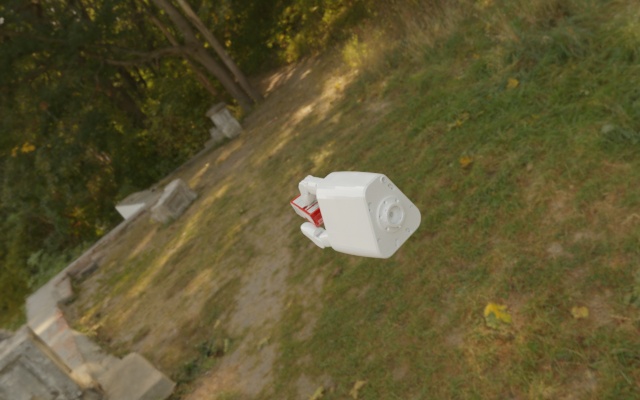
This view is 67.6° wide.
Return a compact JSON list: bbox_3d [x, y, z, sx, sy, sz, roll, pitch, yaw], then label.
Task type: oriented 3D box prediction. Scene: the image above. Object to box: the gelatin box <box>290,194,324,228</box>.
[{"bbox_3d":[0.000,0.002,0.795,0.073,0.030,0.089,-37,26,-13],"label":"gelatin box"}]
